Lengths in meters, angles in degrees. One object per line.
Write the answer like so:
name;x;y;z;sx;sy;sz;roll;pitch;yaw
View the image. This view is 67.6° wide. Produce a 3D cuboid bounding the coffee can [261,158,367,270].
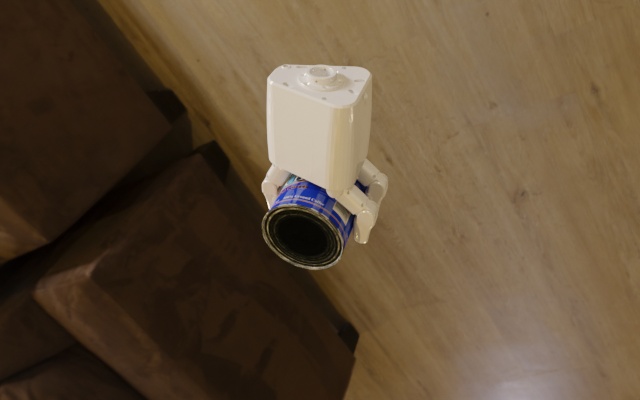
coffee can;0.000;0.002;0.607;0.103;0.103;0.140;0;39;24
